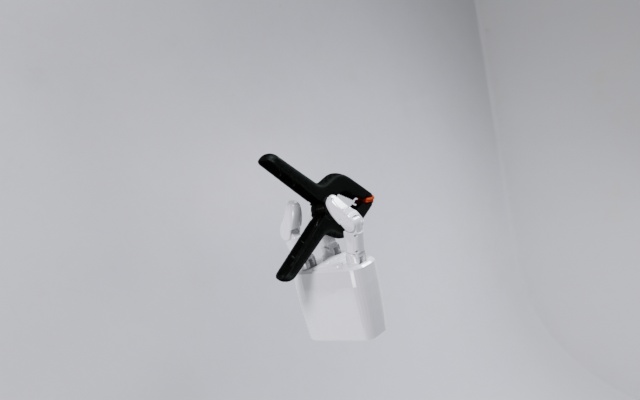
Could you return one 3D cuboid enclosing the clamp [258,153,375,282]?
[{"bbox_3d":[0.001,0.002,0.668,0.036,0.164,0.210,-5,10,44],"label":"clamp"}]
